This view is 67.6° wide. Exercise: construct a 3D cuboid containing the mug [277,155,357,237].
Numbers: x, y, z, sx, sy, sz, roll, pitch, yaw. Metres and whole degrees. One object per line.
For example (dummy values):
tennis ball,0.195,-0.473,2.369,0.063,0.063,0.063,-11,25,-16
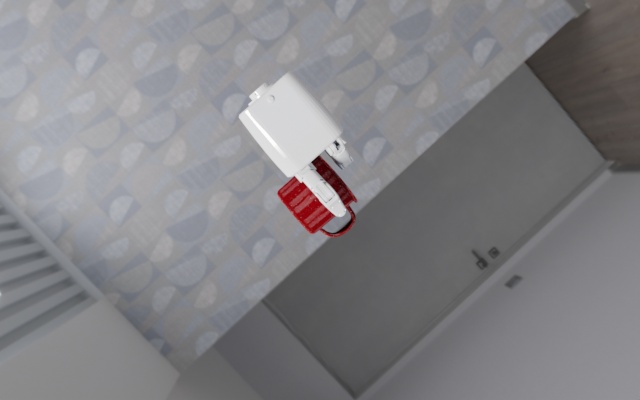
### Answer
mug,0.001,0.003,0.687,0.081,0.117,0.093,-41,13,-1
